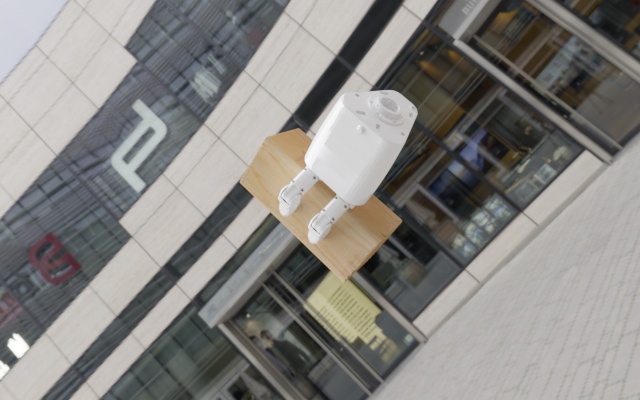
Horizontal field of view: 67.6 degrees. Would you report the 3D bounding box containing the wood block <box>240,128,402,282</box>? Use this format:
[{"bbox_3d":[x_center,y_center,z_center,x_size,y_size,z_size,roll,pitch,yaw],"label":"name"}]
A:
[{"bbox_3d":[0.000,0.002,0.678,0.206,0.090,0.091,43,32,12],"label":"wood block"}]
